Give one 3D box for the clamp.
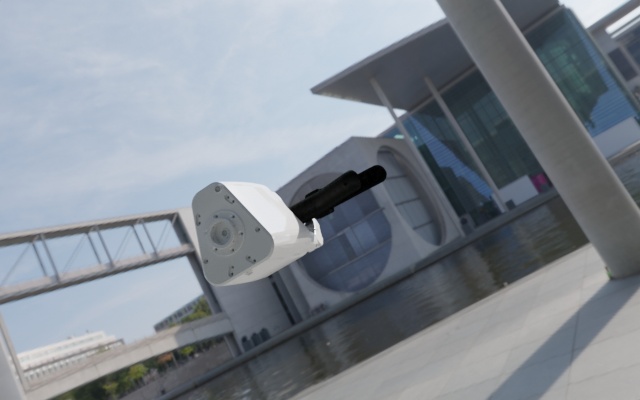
[{"bbox_3d":[0.000,0.002,0.610,0.171,0.039,0.120,-31,-11,15],"label":"clamp"}]
